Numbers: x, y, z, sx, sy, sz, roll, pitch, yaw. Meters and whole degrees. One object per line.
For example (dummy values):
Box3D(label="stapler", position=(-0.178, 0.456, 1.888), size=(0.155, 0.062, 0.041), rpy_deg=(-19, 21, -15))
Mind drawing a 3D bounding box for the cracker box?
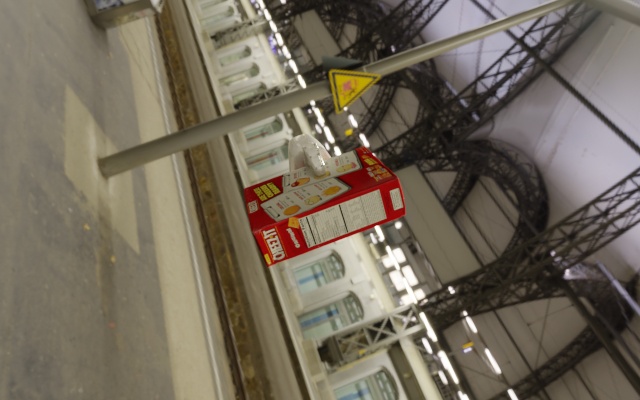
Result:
Box3D(label="cracker box", position=(0.000, 0.002, 0.724), size=(0.213, 0.072, 0.164), rpy_deg=(-21, 25, -4))
